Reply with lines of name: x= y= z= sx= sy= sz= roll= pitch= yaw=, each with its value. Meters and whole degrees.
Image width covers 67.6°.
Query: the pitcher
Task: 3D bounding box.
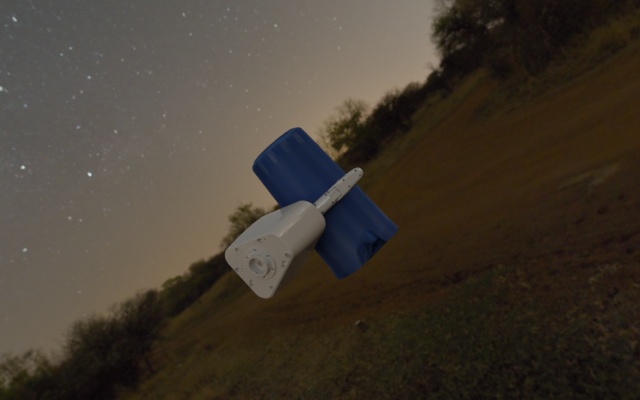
pitcher: x=0.000 y=0.003 z=0.801 sx=0.149 sy=0.243 sz=0.145 roll=-40 pitch=2 yaw=32
